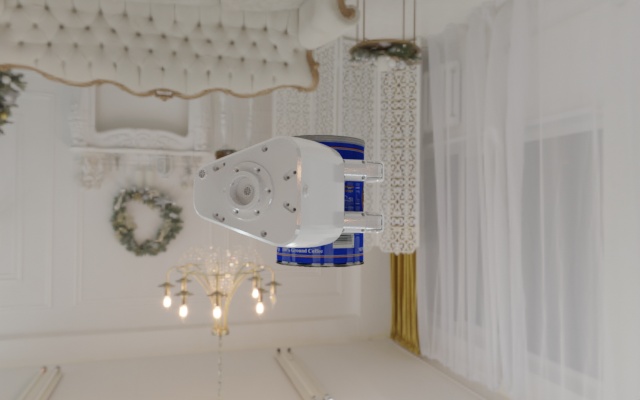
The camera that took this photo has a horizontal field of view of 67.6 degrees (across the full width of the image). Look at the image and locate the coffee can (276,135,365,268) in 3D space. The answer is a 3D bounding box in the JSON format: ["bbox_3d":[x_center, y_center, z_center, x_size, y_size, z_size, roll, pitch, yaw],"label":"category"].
[{"bbox_3d":[0.000,0.002,0.552,0.103,0.140,0.103,0,-1,0],"label":"coffee can"}]
